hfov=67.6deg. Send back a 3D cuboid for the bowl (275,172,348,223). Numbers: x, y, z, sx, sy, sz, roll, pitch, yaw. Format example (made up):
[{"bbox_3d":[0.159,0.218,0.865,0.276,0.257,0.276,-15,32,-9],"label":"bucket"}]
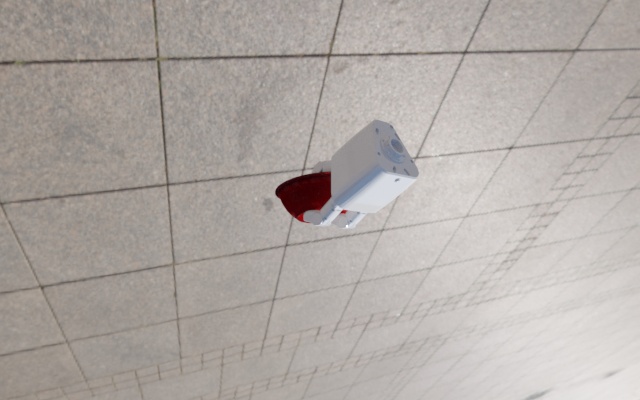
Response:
[{"bbox_3d":[0.000,0.004,0.863,0.162,0.055,0.162,-6,-18,-2],"label":"bowl"}]
